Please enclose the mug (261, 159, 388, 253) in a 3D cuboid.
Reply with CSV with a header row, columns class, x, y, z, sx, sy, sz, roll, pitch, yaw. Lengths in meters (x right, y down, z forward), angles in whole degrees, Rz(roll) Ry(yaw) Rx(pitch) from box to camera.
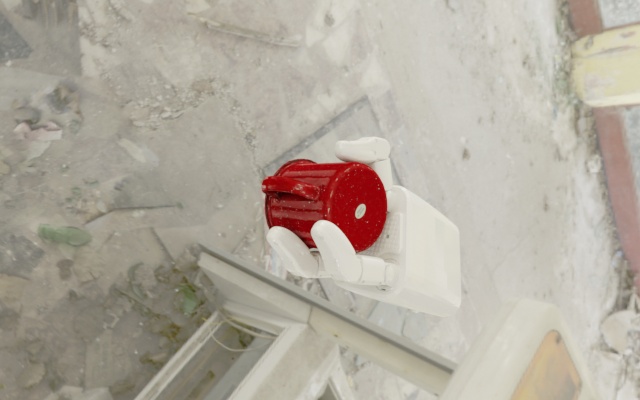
class,x,y,z,sx,sy,sz,roll,pitch,yaw
mug,-0.001,0.001,0.440,0.117,0.093,0.081,27,-16,-40
